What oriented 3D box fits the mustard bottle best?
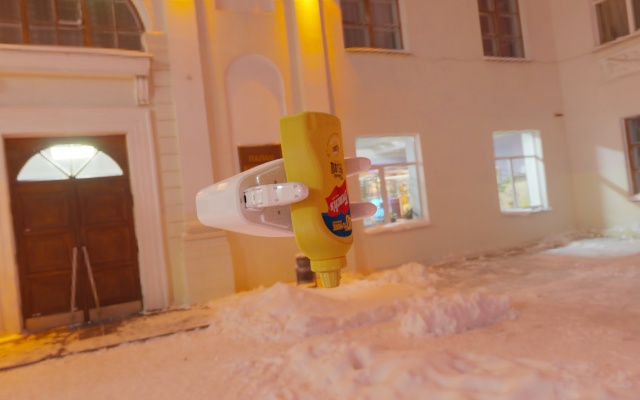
[{"bbox_3d":[0.000,0.001,0.535,0.058,0.191,0.096,-7,-1,24],"label":"mustard bottle"}]
